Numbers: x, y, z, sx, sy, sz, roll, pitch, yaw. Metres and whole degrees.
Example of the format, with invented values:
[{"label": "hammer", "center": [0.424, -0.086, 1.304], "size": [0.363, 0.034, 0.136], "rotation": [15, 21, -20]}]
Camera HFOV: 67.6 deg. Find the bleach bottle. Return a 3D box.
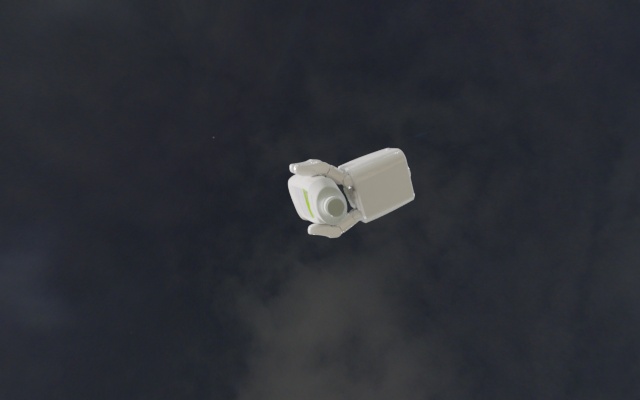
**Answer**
[{"label": "bleach bottle", "center": [0.000, 0.003, 0.851], "size": [0.068, 0.102, 0.251], "rotation": [-24, 12, -8]}]
